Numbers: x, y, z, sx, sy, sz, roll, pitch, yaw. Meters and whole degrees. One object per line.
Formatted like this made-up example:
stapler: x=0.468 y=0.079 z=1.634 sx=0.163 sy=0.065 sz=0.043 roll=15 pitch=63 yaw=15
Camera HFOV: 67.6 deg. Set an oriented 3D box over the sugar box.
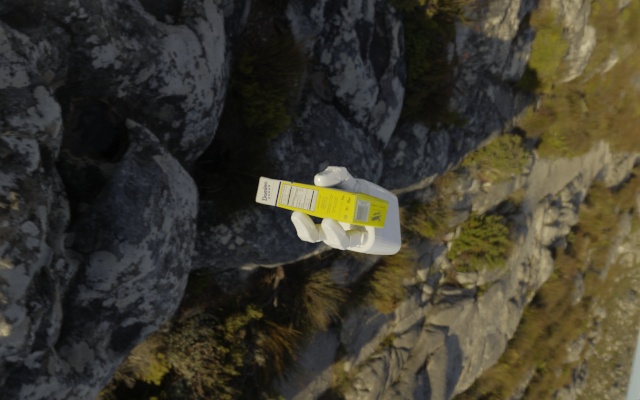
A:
sugar box: x=0.000 y=0.003 z=0.705 sx=0.176 sy=0.048 sz=0.093 roll=8 pitch=-3 yaw=36
